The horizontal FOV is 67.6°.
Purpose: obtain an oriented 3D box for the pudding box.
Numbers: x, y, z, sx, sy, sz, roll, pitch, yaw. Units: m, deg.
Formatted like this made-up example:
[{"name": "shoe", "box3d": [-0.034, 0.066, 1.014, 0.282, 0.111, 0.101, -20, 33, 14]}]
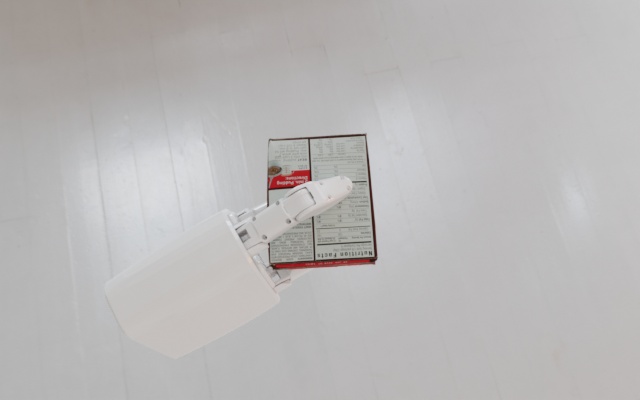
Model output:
[{"name": "pudding box", "box3d": [0.000, 0.001, 0.409, 0.090, 0.113, 0.039, -3, -13, 0]}]
